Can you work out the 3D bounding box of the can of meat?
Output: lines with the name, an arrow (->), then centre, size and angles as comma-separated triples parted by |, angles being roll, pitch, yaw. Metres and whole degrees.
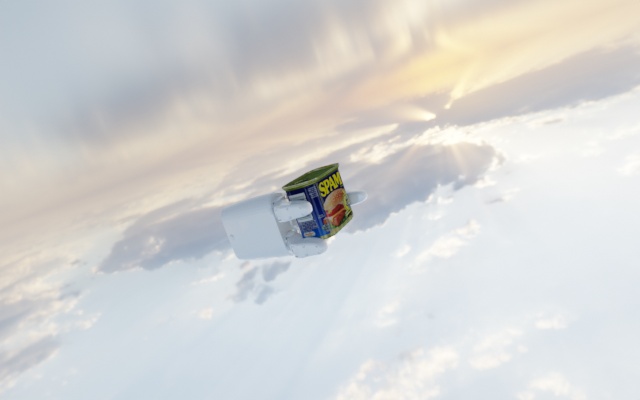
can of meat -> 0.000, 0.002, 0.677 | 0.057, 0.084, 0.102 | -13, 12, 30
